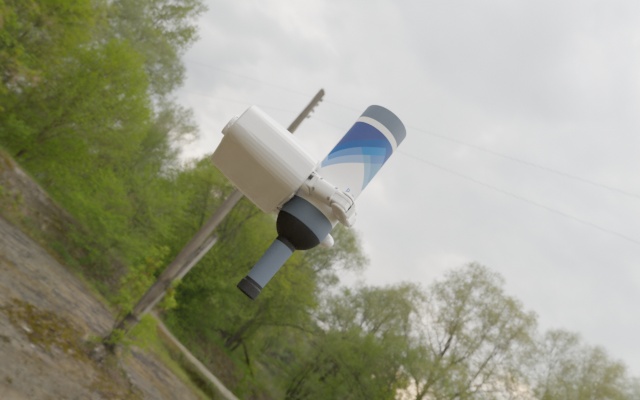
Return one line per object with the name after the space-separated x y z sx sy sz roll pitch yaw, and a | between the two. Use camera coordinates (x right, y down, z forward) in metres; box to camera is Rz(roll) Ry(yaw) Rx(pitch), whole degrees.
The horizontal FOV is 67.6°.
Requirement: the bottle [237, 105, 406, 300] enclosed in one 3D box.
0.000 0.002 0.609 0.069 0.295 0.069 36 -18 13 | bottle
